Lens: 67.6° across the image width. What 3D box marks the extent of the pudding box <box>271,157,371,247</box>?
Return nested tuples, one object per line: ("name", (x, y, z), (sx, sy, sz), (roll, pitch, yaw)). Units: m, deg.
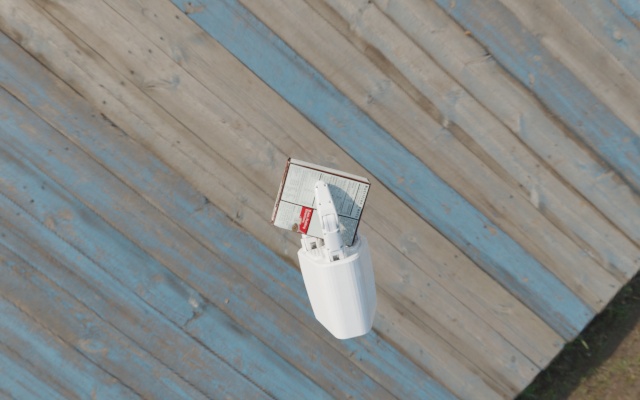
("pudding box", (0.000, 0.002, 0.623), (0.113, 0.090, 0.039), (15, 11, -8))
